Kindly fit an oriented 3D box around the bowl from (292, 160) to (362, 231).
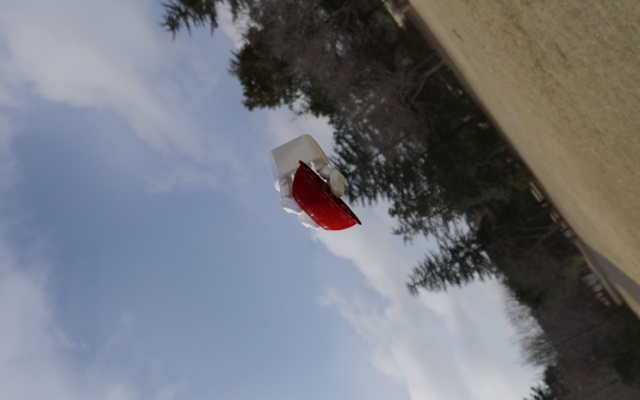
[{"bbox_3d":[0.000,0.004,0.859,0.055,0.162,0.162,-44,-5,5],"label":"bowl"}]
